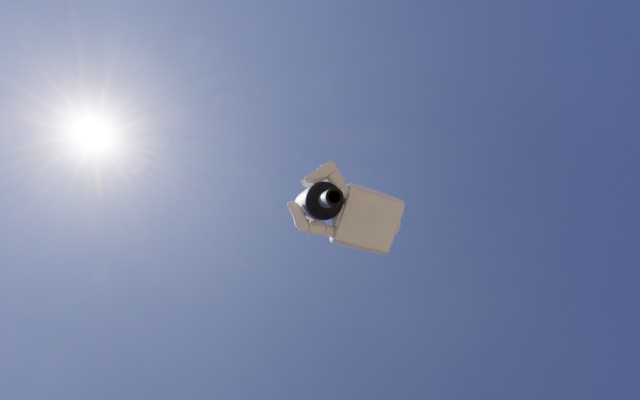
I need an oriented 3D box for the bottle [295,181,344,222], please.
[{"bbox_3d":[0.000,0.003,0.845,0.069,0.069,0.296,0,-3,-8],"label":"bottle"}]
